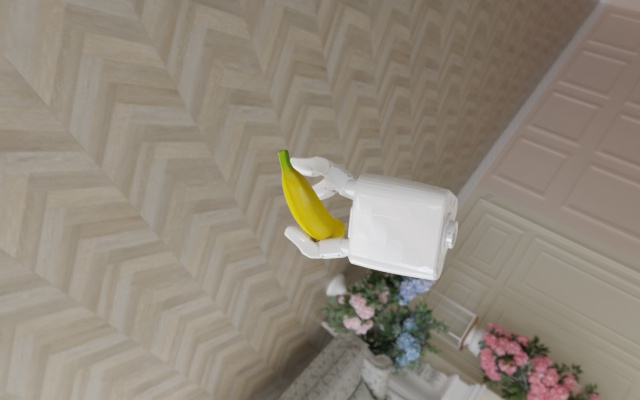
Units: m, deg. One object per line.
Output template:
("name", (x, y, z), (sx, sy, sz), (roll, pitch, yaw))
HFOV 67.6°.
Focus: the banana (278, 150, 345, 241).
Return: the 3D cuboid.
("banana", (-0.003, 0.016, 0.611), (0.037, 0.069, 0.198), (-7, -33, 19))
